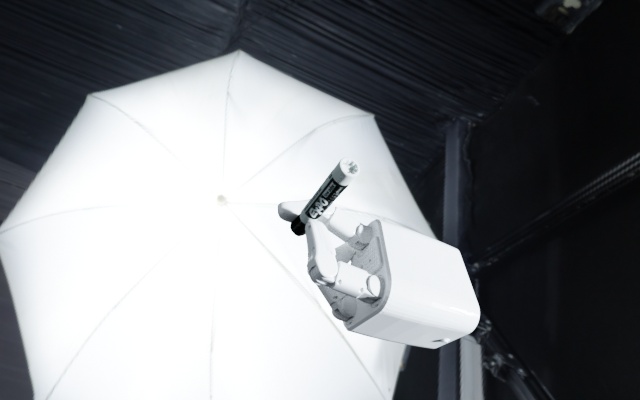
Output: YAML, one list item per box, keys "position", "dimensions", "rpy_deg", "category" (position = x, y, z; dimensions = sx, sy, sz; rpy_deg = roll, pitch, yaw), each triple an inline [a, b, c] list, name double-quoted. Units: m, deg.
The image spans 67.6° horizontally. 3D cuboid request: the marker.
- position: [0.000, 0.001, 0.434]
  dimensions: [0.020, 0.020, 0.121]
  rpy_deg: [0, -29, -27]
  category: "marker"
